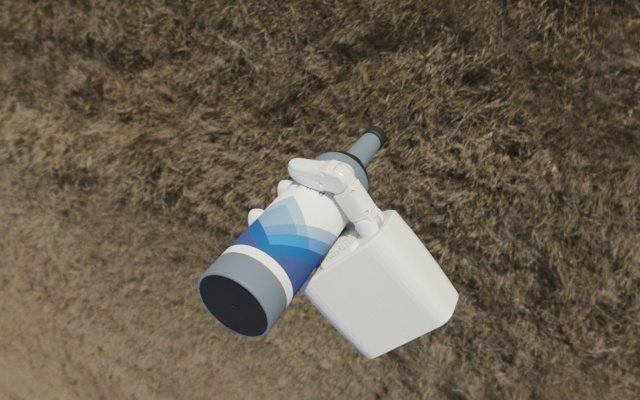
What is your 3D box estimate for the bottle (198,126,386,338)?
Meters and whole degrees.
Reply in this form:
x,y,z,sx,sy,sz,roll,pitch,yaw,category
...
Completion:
x,y,z,sx,sy,sz,roll,pitch,yaw,category
0.000,0.002,0.465,0.069,0.069,0.295,0,32,32,bottle
